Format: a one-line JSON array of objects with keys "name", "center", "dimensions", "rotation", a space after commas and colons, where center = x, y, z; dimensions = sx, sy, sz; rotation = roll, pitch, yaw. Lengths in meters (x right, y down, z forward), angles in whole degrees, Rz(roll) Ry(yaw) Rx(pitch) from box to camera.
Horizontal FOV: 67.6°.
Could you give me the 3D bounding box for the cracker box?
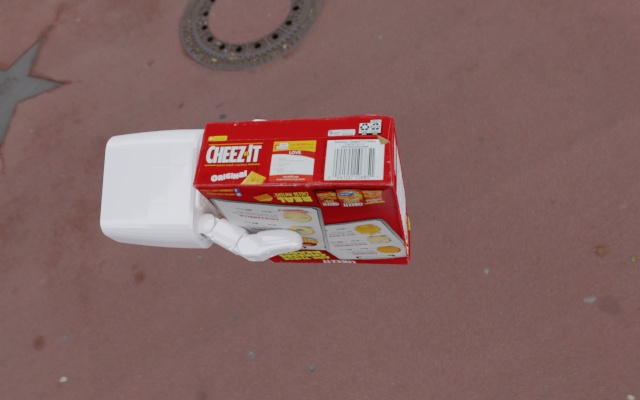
[{"name": "cracker box", "center": [0.000, 0.002, 0.470], "dimensions": [0.164, 0.072, 0.214], "rotation": [-1, -23, 14]}]
